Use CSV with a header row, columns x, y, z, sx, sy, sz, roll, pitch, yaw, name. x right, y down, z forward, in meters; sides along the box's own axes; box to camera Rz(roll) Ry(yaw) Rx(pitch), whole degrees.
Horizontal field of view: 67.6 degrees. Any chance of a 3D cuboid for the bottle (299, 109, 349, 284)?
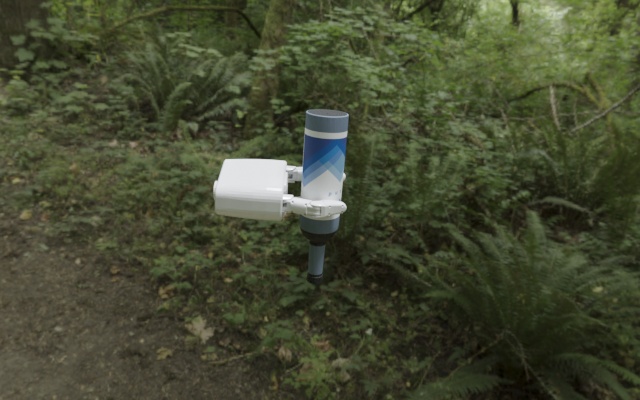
x,y,z,sx,sy,sz,roll,pitch,yaw,name
0.000,0.002,0.788,0.069,0.296,0.069,4,20,-1,bottle
